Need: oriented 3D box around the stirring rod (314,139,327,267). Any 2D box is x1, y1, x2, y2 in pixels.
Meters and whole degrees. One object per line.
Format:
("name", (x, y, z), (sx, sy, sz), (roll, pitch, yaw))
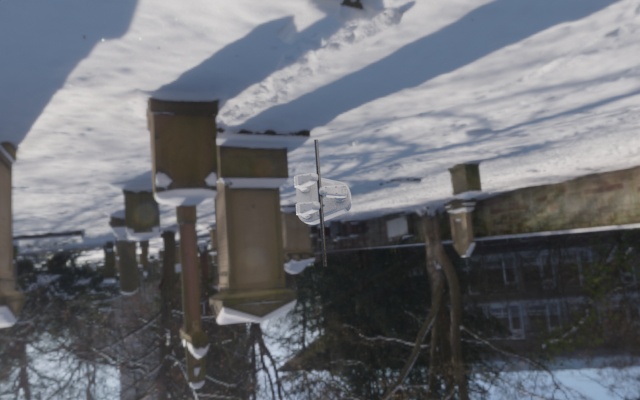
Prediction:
("stirring rod", (0.000, 0.003, 0.898), (0.011, 0.239, 0.011), (-4, -7, -1))
